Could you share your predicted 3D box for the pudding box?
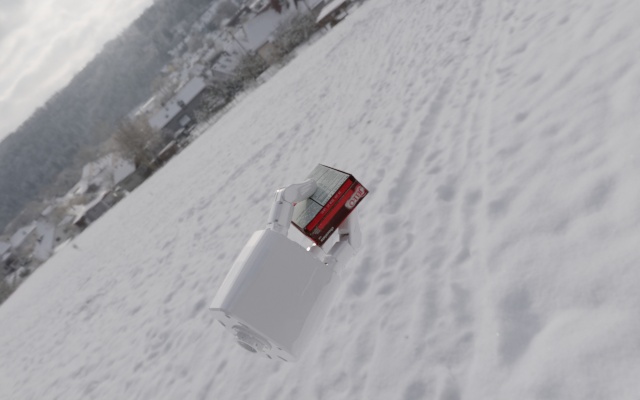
[{"bbox_3d":[0.000,0.002,0.606,0.039,0.090,0.113,45,-6,-25],"label":"pudding box"}]
